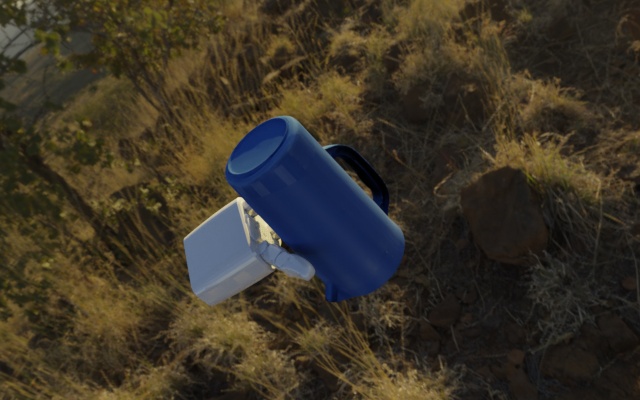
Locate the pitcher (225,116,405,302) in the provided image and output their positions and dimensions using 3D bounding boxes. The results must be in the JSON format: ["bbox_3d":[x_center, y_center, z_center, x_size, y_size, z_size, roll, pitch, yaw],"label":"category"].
[{"bbox_3d":[0.000,0.002,0.617,0.145,0.243,0.149,-33,36,14],"label":"pitcher"}]
